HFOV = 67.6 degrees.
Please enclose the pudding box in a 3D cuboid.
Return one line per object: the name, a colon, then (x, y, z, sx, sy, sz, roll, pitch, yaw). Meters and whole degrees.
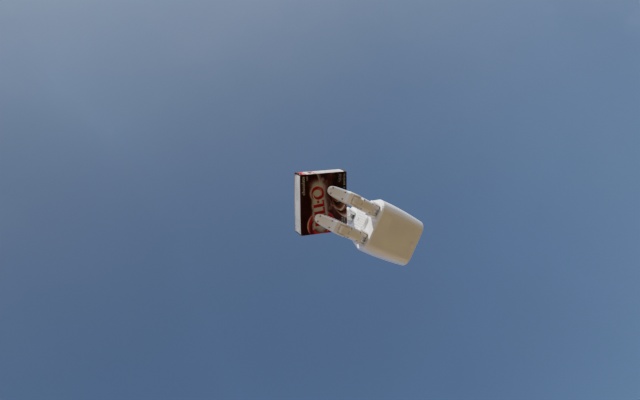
pudding box: (0.000, 0.003, 0.858, 0.090, 0.113, 0.039, -6, 11, -23)
